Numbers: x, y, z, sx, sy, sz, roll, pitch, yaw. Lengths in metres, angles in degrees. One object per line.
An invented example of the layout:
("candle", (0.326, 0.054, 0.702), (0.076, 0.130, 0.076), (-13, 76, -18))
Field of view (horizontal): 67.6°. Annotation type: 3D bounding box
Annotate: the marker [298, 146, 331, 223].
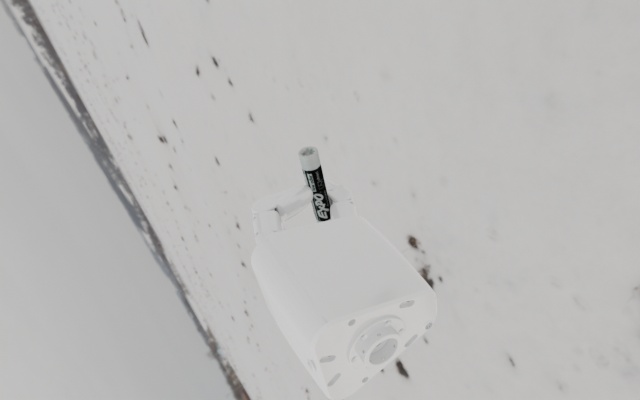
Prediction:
("marker", (0.000, 0.002, 0.473), (0.020, 0.121, 0.020), (-9, 38, 7))
